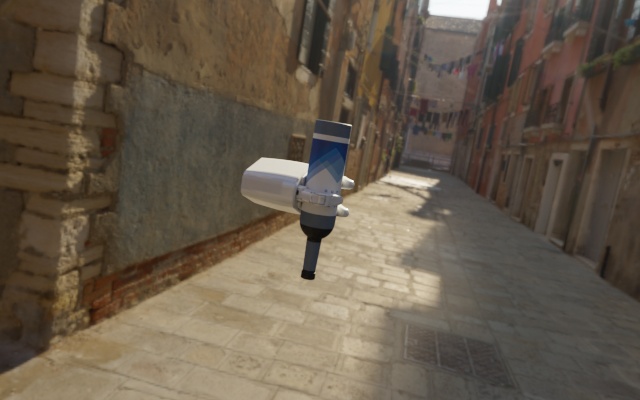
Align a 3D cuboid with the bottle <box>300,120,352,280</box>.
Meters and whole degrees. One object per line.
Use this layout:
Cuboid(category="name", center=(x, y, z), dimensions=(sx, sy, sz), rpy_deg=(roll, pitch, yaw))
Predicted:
Cuboid(category="bottle", center=(0.000, 0.003, 0.884), dimensions=(0.069, 0.296, 0.069), rpy_deg=(9, 8, -1))
